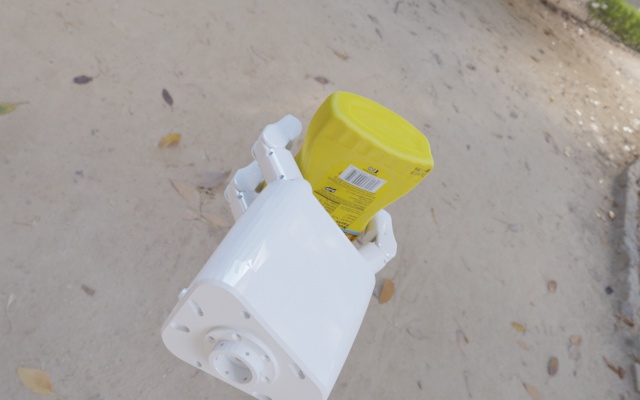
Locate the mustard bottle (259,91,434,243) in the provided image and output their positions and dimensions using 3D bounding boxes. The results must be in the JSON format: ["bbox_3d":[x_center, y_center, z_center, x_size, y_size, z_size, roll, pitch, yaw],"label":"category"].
[{"bbox_3d":[0.000,0.001,0.411,0.096,0.058,0.192,22,-48,-23],"label":"mustard bottle"}]
